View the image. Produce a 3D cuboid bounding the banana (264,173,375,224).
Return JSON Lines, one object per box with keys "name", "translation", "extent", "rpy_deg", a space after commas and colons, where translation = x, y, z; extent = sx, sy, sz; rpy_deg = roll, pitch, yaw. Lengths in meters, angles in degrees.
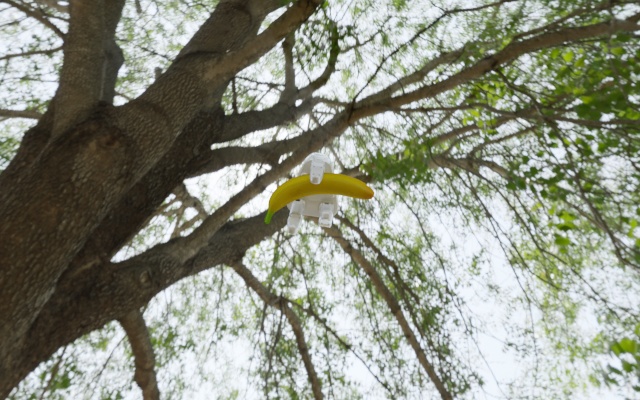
{"name": "banana", "translation": [-0.008, -0.015, 0.833], "extent": [0.198, 0.069, 0.037], "rpy_deg": [-14, 0, 1]}
